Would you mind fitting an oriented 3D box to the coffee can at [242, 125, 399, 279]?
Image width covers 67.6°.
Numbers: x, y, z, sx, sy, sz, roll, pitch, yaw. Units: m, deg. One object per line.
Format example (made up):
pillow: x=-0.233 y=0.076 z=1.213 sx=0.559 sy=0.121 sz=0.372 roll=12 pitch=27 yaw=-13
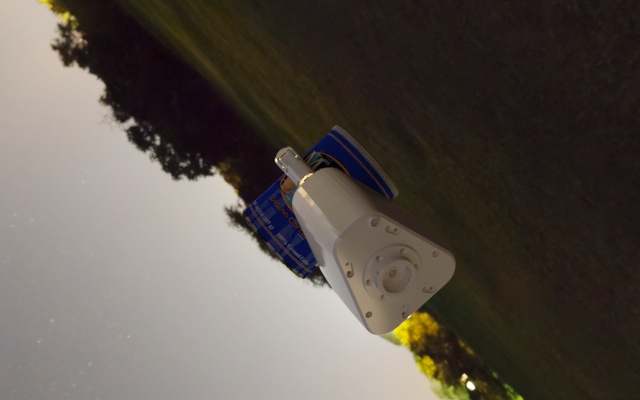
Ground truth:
coffee can: x=0.000 y=0.002 z=0.527 sx=0.140 sy=0.103 sz=0.103 roll=-42 pitch=0 yaw=0
